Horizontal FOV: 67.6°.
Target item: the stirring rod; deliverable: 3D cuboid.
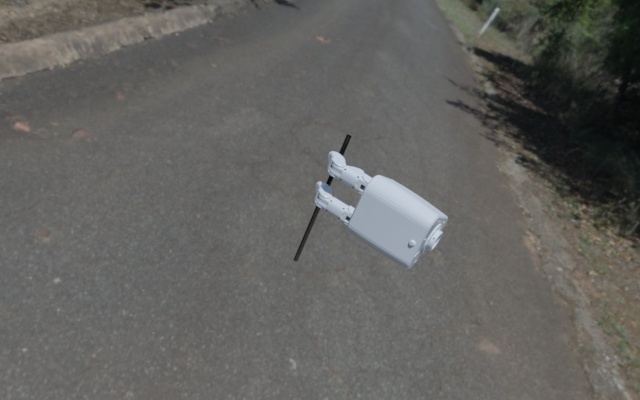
[{"bbox_3d":[0.000,0.003,0.769,0.011,0.240,0.011,19,26,-9],"label":"stirring rod"}]
